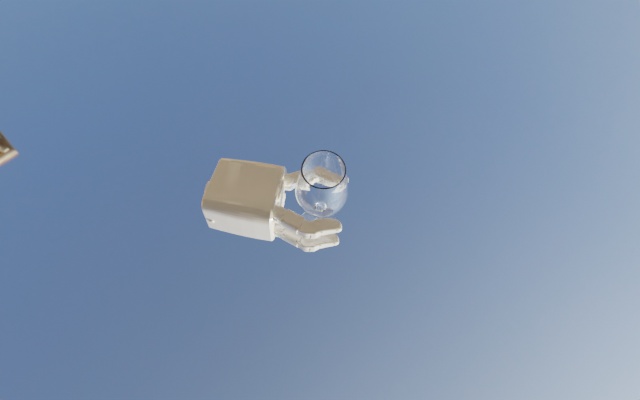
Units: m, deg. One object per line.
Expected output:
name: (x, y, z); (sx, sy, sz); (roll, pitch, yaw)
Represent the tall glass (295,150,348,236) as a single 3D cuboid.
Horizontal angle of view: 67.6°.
tall glass: (0.000, 0.003, 0.734); (0.079, 0.079, 0.201); (0, -27, -3)
